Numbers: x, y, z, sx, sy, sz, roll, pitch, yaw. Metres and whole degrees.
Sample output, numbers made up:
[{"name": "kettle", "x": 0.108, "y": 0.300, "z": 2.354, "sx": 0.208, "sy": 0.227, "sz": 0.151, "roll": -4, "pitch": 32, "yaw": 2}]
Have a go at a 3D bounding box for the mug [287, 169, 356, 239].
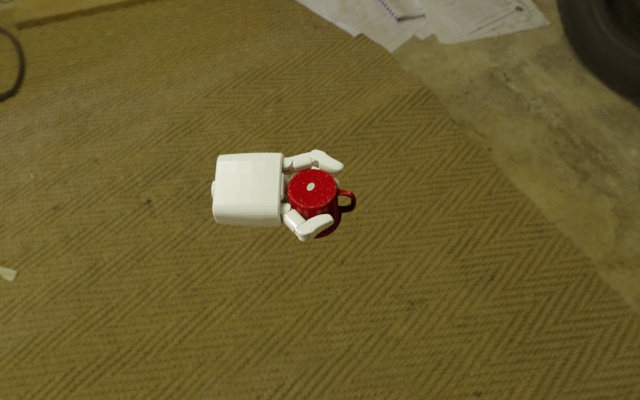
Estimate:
[{"name": "mug", "x": 0.002, "y": 0.003, "z": 0.781, "sx": 0.117, "sy": 0.093, "sz": 0.082, "roll": 0, "pitch": -35, "yaw": 3}]
